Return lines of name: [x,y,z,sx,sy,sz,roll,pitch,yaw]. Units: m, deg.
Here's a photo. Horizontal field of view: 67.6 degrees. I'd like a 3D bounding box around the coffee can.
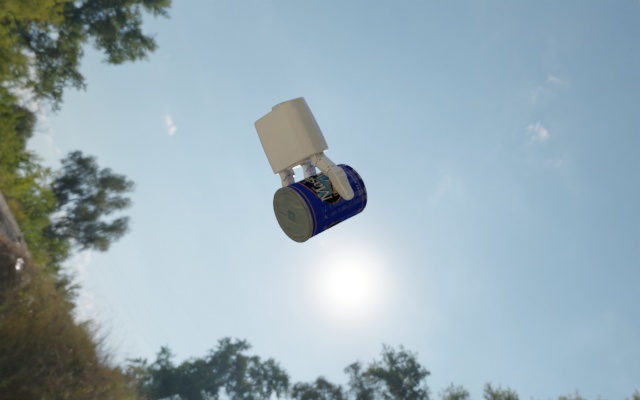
coffee can: [0.000,0.003,0.862,0.140,0.103,0.103,-25,15,-35]
